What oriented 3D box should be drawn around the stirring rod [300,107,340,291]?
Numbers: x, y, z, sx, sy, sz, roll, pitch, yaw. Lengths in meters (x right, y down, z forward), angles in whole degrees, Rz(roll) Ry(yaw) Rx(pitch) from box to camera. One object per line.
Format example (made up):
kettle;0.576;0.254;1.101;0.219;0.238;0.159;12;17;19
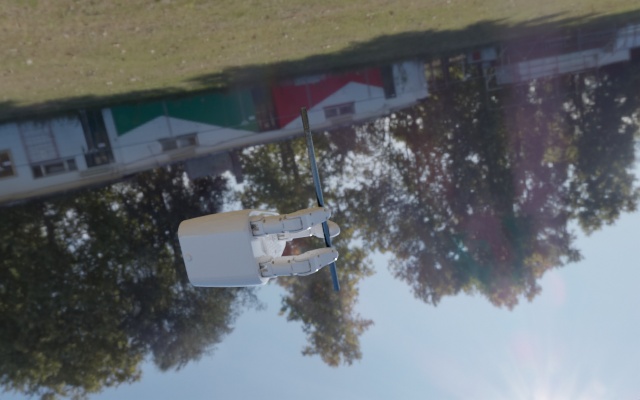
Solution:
stirring rod;0.000;0.002;0.610;0.011;0.239;0.011;-10;10;2
